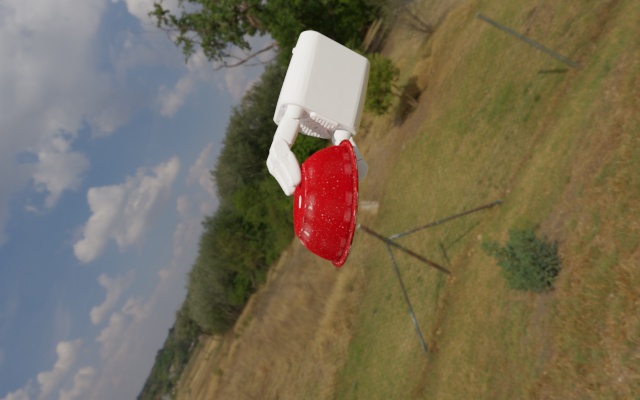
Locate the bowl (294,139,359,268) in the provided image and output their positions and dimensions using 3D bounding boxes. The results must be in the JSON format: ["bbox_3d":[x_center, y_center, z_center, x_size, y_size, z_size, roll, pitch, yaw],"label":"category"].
[{"bbox_3d":[0.000,0.003,0.595,0.055,0.162,0.162,3,-1,-11],"label":"bowl"}]
